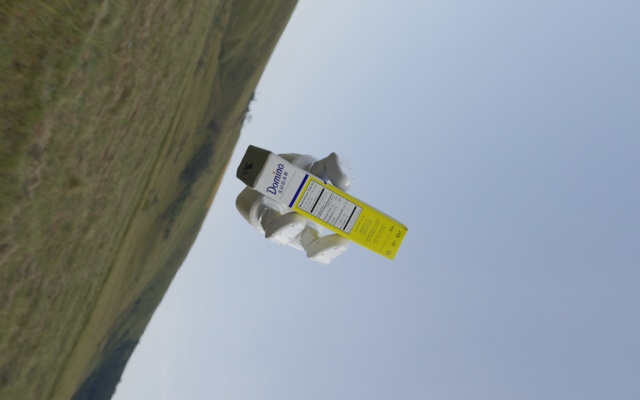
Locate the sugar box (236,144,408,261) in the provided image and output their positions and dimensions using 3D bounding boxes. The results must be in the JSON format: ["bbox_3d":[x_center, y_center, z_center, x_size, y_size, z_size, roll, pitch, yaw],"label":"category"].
[{"bbox_3d":[0.000,0.002,0.512,0.176,0.048,0.093,26,1,-23],"label":"sugar box"}]
